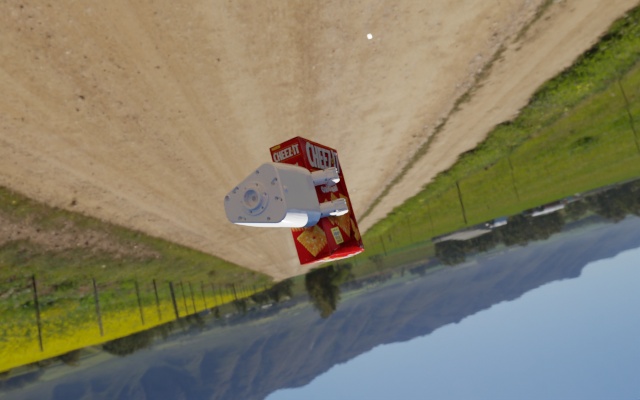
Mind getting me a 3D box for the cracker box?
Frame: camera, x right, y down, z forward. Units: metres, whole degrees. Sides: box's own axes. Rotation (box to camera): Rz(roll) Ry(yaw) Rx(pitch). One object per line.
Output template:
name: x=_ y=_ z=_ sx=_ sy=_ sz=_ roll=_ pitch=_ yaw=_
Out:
cracker box: x=0.000 y=0.003 z=0.873 sx=0.072 sy=0.213 sz=0.164 roll=-19 pitch=-11 yaw=23
